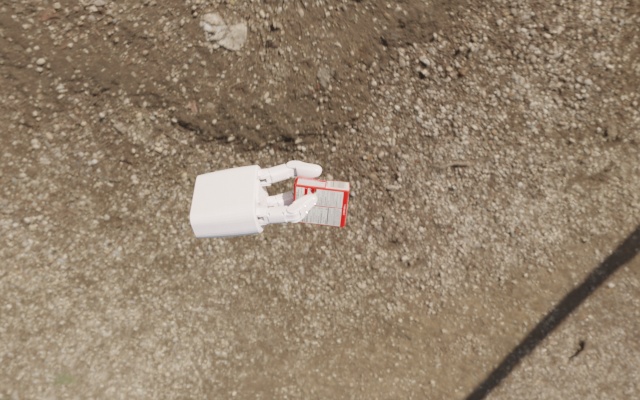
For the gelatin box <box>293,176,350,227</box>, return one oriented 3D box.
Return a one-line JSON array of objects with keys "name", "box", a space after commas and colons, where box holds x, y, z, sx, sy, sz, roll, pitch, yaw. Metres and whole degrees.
[{"name": "gelatin box", "box": [0.000, 0.003, 0.779, 0.089, 0.073, 0.030, 7, 34, 3]}]
